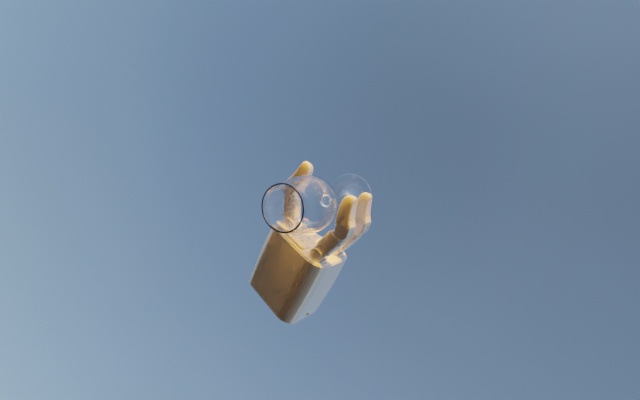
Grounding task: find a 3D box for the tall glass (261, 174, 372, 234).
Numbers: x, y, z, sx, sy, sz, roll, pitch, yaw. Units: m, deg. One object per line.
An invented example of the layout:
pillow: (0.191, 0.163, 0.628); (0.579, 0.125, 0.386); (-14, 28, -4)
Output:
tall glass: (0.000, 0.002, 0.666); (0.079, 0.079, 0.201); (0, 4, 28)
